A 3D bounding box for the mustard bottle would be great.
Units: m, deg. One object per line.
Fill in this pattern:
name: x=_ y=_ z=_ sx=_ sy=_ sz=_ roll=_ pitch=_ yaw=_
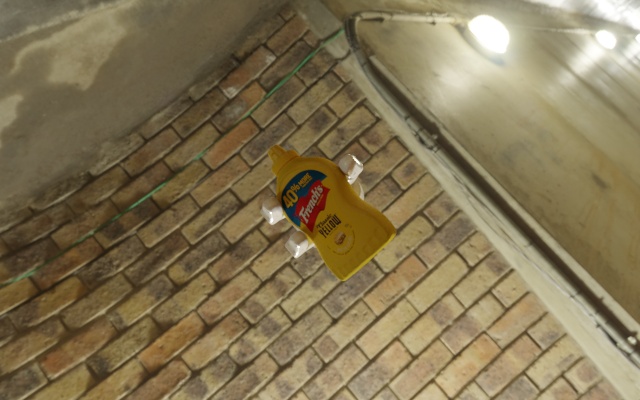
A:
mustard bottle: x=0.000 y=0.002 z=0.610 sx=0.096 sy=0.191 sz=0.058 roll=-47 pitch=-12 yaw=28
